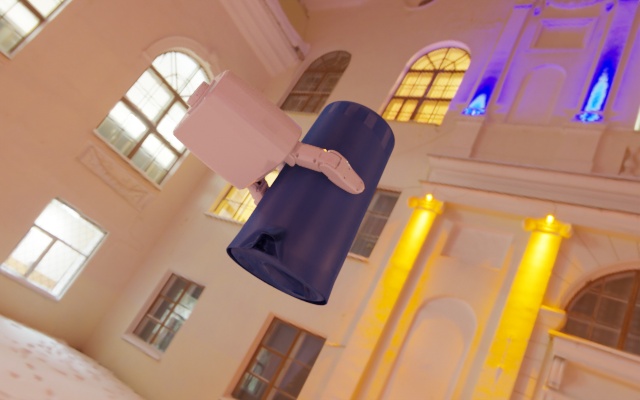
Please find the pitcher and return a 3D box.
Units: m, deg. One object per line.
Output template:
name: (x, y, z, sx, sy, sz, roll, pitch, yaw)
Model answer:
pitcher: (0.000, 0.002, 0.606, 0.145, 0.242, 0.149, 39, -24, -22)
